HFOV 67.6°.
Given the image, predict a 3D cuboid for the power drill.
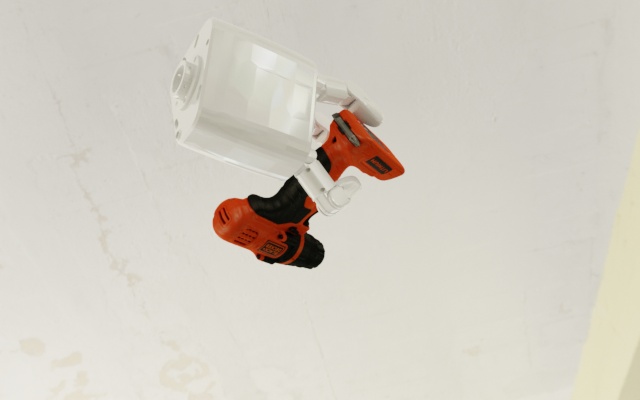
[{"bbox_3d":[0.000,0.001,0.530,0.188,0.057,0.184,-42,-33,12],"label":"power drill"}]
